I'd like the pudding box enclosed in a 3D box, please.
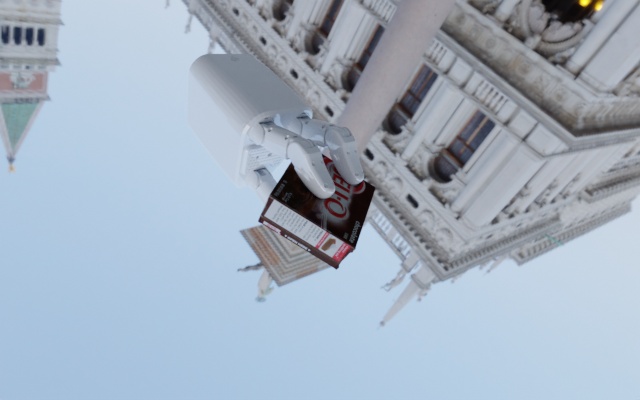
[{"bbox_3d":[0.000,0.002,0.467,0.090,0.039,0.113,31,37,-4],"label":"pudding box"}]
